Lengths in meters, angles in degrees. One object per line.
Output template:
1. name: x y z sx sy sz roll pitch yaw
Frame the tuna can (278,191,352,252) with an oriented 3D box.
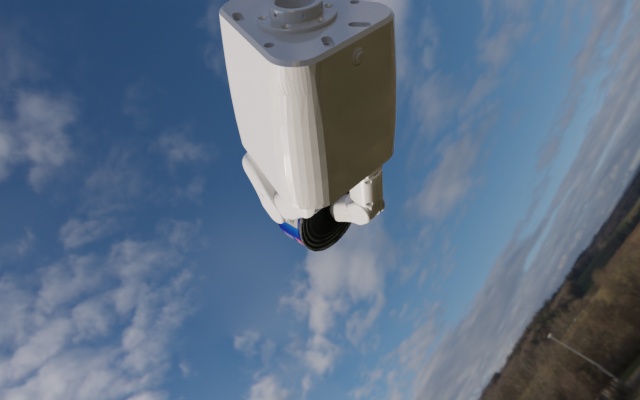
1. tuna can: 0.000 0.001 0.441 0.033 0.086 0.086 28 16 33
